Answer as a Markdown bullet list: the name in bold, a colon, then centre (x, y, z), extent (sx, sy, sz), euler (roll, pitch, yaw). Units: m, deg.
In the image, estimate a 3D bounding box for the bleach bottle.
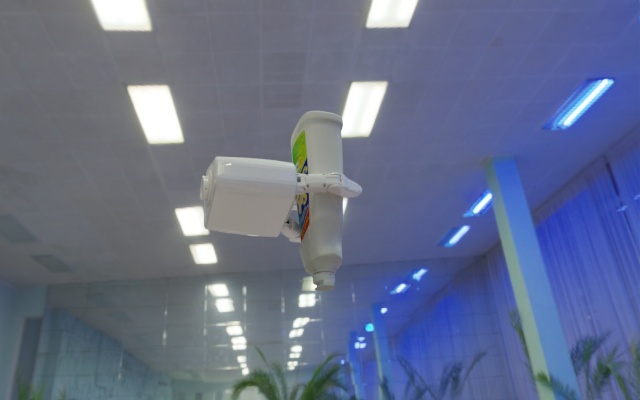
- **bleach bottle**: centre (0.000, 0.002, 0.691), extent (0.068, 0.250, 0.103), euler (5, -27, -20)
